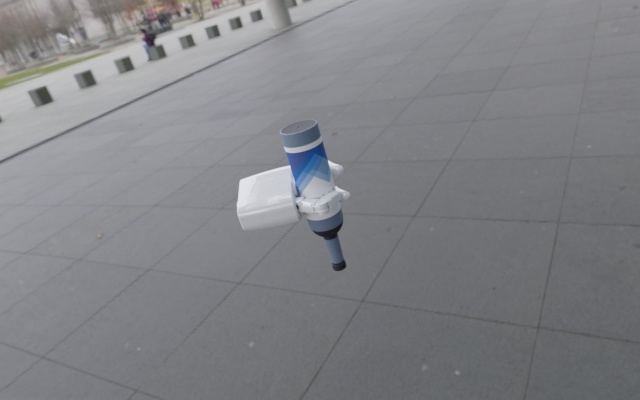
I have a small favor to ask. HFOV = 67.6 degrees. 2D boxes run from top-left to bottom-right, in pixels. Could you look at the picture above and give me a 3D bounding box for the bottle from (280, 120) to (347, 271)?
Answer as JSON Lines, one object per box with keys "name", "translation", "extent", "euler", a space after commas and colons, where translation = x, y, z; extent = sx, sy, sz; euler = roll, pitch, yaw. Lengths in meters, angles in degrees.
{"name": "bottle", "translation": [0.000, 0.003, 0.871], "extent": [0.069, 0.296, 0.069], "euler": [-13, 25, 6]}
